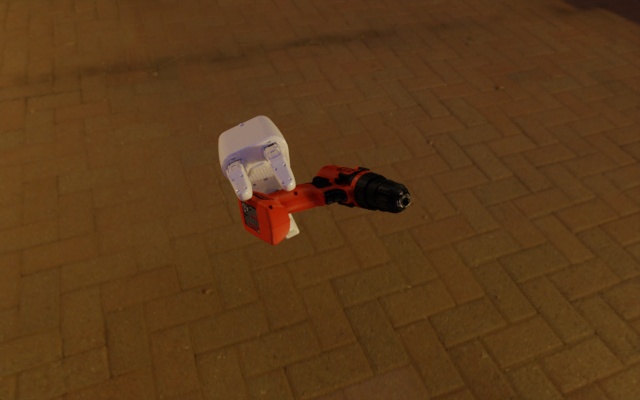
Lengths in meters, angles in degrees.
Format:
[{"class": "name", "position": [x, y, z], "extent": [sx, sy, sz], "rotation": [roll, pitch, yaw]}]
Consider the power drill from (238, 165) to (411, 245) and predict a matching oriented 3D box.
[{"class": "power drill", "position": [0.000, 0.002, 0.634], "extent": [0.187, 0.057, 0.184], "rotation": [-16, 18, -29]}]
